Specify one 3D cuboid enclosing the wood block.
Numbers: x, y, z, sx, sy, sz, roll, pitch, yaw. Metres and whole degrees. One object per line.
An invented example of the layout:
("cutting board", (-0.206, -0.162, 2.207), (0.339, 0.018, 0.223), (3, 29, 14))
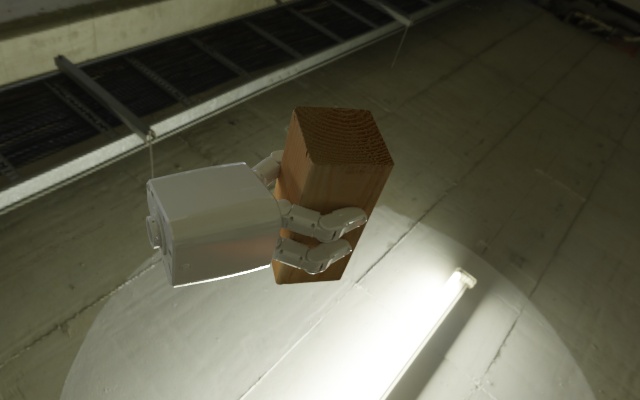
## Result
("wood block", (0.000, 0.002, 0.556), (0.090, 0.090, 0.206), (-1, -41, -19))
